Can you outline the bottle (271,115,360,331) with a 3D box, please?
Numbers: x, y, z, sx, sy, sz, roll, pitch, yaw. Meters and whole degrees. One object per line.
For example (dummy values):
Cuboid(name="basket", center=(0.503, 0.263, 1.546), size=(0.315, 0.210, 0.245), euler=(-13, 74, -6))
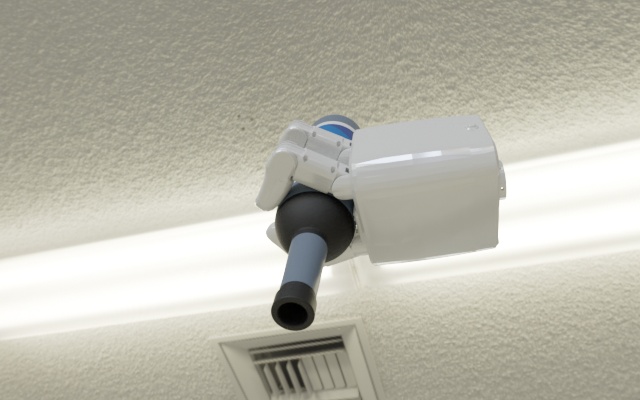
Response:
Cuboid(name="bottle", center=(0.000, 0.001, 0.420), size=(0.069, 0.069, 0.295), euler=(0, 28, 8))
